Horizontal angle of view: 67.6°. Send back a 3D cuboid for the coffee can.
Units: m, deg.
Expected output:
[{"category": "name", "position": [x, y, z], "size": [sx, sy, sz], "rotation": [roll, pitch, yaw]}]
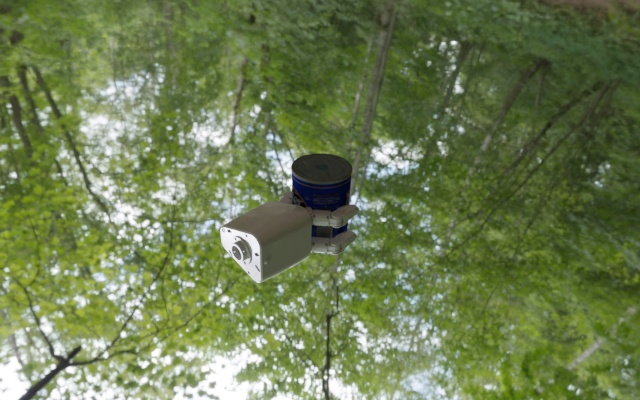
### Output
[{"category": "coffee can", "position": [0.000, 0.002, 0.831], "size": [0.103, 0.140, 0.102], "rotation": [1, 31, -1]}]
